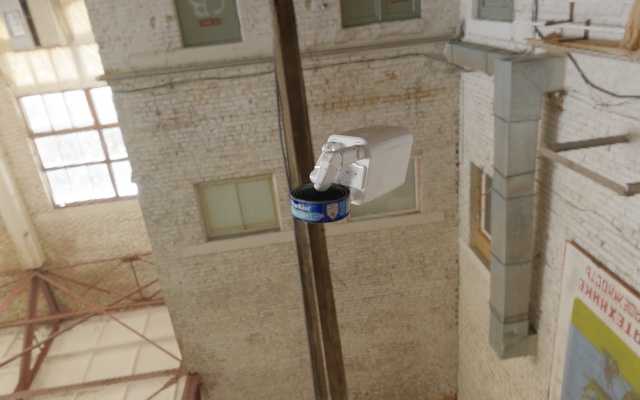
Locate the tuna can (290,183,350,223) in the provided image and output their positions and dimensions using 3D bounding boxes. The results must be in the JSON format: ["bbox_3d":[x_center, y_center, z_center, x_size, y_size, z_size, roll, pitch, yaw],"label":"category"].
[{"bbox_3d":[0.000,0.003,0.682,0.086,0.034,0.086,-2,20,1],"label":"tuna can"}]
